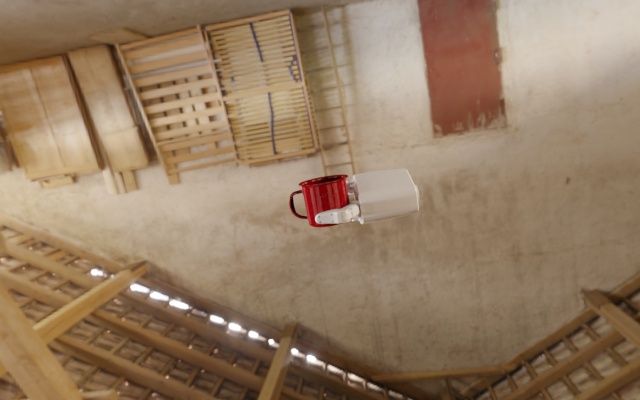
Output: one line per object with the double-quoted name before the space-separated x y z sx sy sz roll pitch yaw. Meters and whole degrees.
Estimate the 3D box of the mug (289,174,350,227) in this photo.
"mug" -0.001 0.003 0.883 0.117 0.081 0.093 -9 10 4
